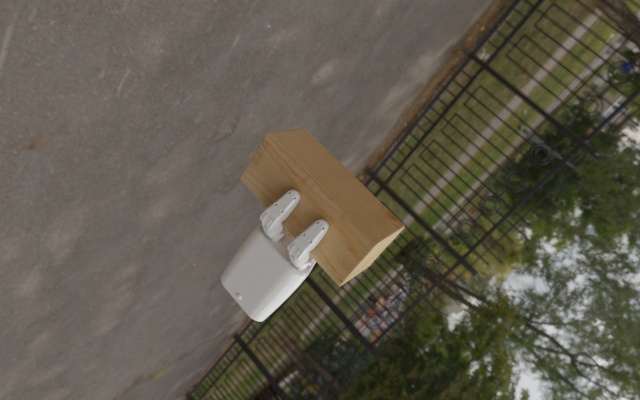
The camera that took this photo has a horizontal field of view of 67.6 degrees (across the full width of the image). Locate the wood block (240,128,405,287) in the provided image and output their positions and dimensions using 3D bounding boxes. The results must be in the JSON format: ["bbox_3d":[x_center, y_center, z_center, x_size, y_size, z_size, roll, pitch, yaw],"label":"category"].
[{"bbox_3d":[0.000,0.002,0.657,0.206,0.090,0.091,46,31,16],"label":"wood block"}]
